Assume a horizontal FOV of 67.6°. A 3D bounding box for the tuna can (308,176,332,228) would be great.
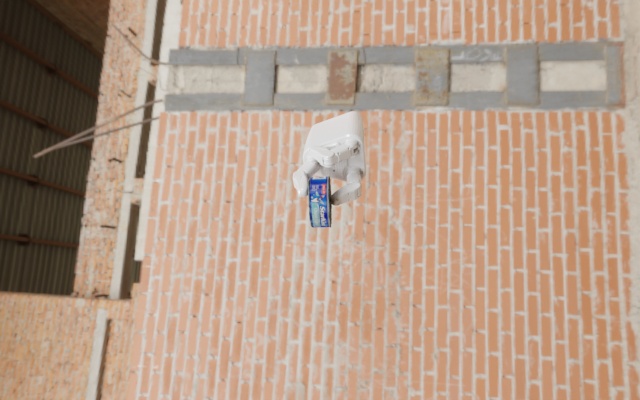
[{"bbox_3d":[0.000,0.003,0.791,0.034,0.086,0.086,-2,0,4],"label":"tuna can"}]
